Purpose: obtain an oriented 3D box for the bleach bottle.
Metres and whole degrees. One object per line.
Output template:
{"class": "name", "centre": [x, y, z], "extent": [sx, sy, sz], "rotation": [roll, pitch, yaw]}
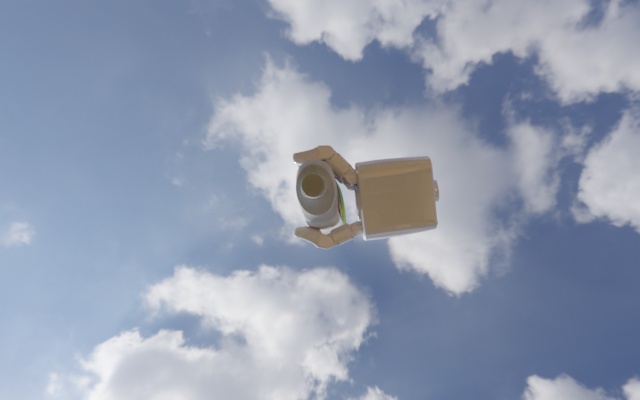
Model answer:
{"class": "bleach bottle", "centre": [0.000, 0.002, 0.698], "extent": [0.068, 0.102, 0.251], "rotation": [-8, -6, 3]}
